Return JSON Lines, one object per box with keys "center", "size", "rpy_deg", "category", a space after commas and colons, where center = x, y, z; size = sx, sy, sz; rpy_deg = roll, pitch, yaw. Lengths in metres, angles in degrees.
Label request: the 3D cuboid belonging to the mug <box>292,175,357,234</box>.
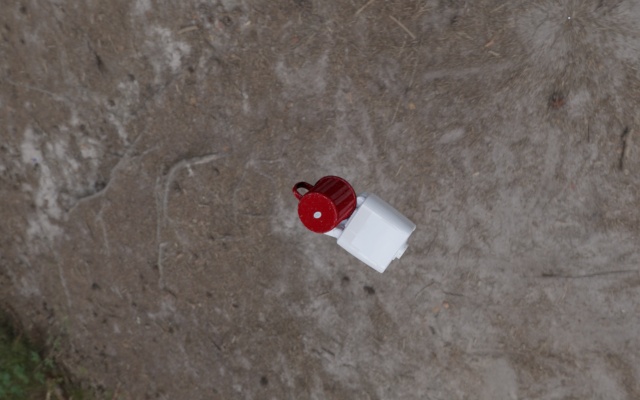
{"center": [-0.001, 0.002, 0.879], "size": [0.117, 0.093, 0.081], "rpy_deg": [35, 31, 10], "category": "mug"}
